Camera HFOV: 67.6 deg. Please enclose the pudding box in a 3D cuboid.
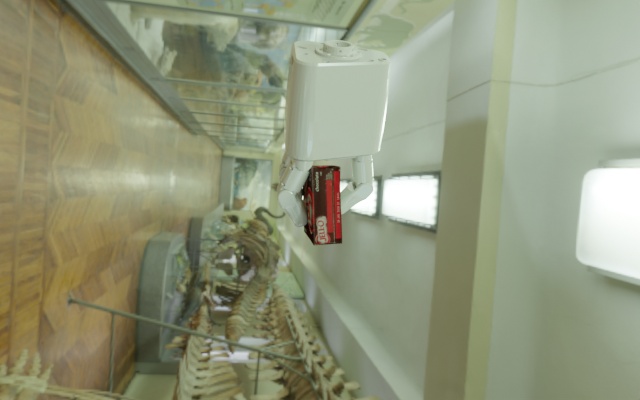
[{"bbox_3d":[0.000,0.002,0.585,0.039,0.090,0.113,-1,4,-5],"label":"pudding box"}]
